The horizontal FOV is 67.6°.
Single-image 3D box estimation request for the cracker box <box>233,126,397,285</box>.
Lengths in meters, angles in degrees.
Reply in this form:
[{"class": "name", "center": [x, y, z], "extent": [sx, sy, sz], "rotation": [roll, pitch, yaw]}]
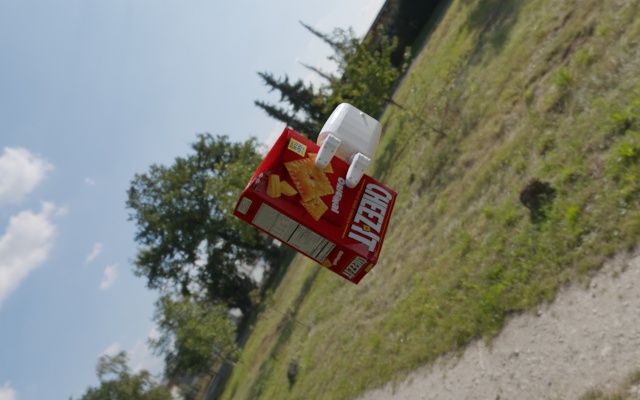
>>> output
[{"class": "cracker box", "center": [0.000, 0.002, 0.730], "extent": [0.214, 0.164, 0.072], "rotation": [30, -45, -5]}]
